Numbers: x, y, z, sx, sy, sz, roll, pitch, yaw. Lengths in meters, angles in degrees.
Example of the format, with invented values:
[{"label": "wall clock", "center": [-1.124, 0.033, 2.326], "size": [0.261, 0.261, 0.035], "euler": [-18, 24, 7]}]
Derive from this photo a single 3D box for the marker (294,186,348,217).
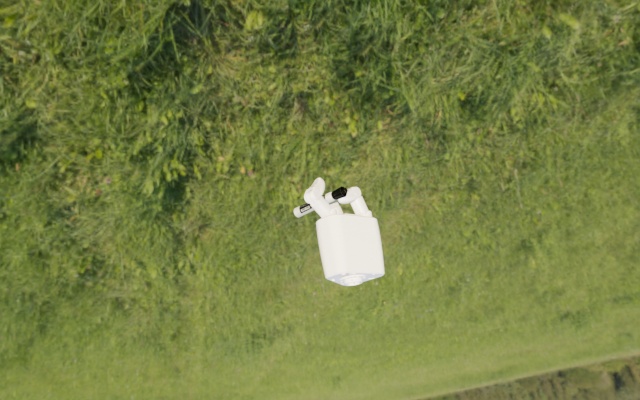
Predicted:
[{"label": "marker", "center": [0.000, 0.003, 0.859], "size": [0.121, 0.020, 0.020], "euler": [-25, -15, 36]}]
